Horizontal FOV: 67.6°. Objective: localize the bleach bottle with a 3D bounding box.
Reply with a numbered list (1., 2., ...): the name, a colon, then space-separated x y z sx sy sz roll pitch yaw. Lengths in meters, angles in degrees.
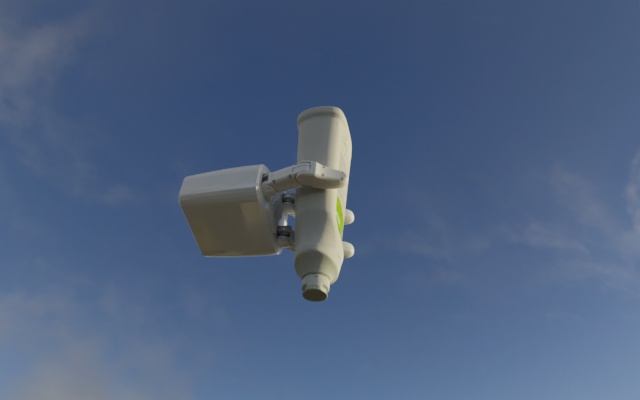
1. bleach bottle: 0.000 0.002 0.593 0.068 0.250 0.103 -6 -41 13
